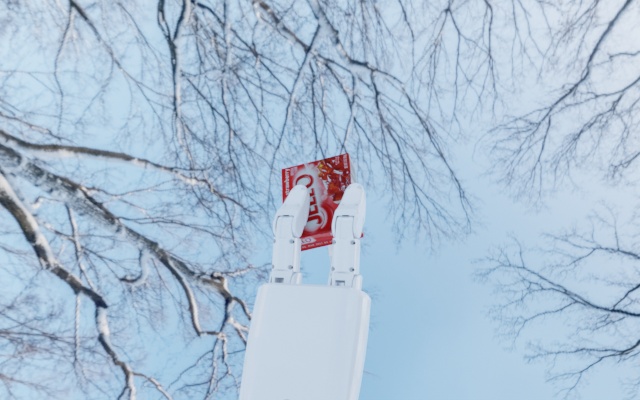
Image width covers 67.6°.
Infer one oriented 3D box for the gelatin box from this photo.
[{"bbox_3d":[0.000,0.001,0.471,0.073,0.089,0.030,-13,-35,13],"label":"gelatin box"}]
